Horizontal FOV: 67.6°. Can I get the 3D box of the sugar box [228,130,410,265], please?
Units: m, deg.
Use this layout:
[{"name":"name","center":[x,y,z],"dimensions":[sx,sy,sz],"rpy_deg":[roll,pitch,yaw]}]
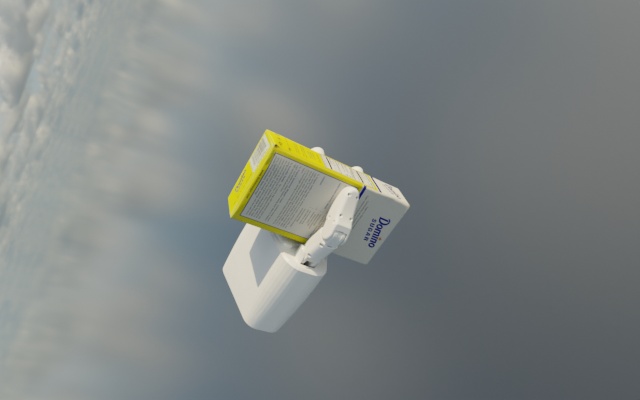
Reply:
[{"name":"sugar box","center":[0.000,0.001,0.521],"dimensions":[0.176,0.093,0.048],"rpy_deg":[22,24,-29]}]
